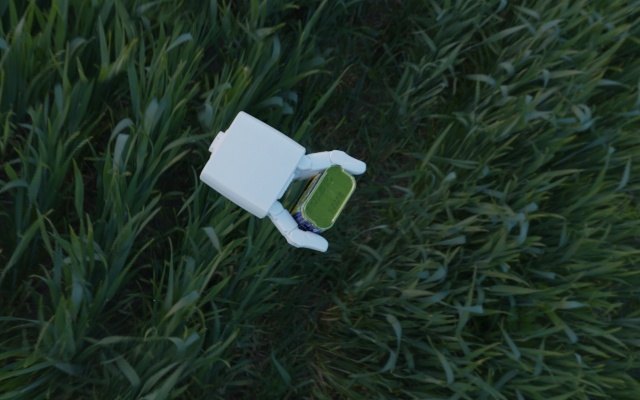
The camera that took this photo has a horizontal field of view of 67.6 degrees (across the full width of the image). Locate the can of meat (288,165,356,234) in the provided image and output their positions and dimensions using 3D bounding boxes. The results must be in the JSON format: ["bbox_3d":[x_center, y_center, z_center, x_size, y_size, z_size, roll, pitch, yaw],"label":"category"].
[{"bbox_3d":[0.000,0.002,0.707,0.057,0.102,0.084,35,-20,-9],"label":"can of meat"}]
